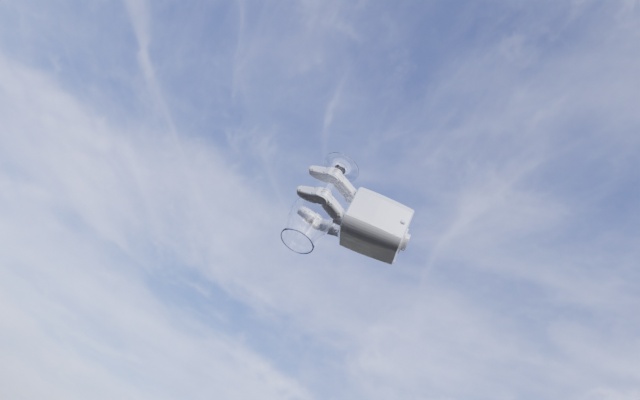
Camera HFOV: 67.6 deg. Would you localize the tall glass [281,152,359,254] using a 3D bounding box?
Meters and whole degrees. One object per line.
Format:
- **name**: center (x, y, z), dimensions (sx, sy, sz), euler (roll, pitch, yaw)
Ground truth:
- **tall glass**: center (0.000, 0.002, 0.861), dimensions (0.079, 0.079, 0.201), euler (0, 42, 33)
